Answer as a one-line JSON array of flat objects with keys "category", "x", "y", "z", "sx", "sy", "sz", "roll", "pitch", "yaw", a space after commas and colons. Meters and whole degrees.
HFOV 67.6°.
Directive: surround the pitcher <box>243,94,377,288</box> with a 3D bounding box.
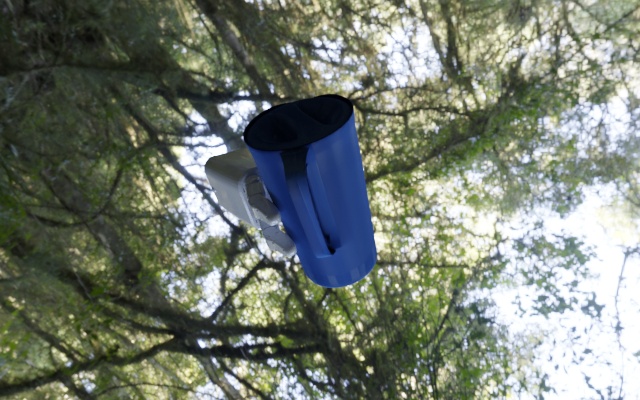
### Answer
[{"category": "pitcher", "x": 0.000, "y": 0.002, "z": 0.611, "sx": 0.149, "sy": 0.243, "sz": 0.145, "roll": -39, "pitch": 40, "yaw": -28}]
